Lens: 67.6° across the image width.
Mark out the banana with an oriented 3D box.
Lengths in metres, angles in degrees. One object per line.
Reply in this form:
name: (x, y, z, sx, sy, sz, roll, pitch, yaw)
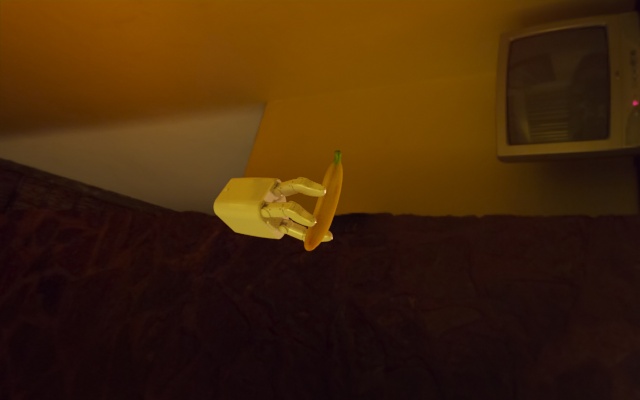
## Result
banana: (0.007, 0.007, 0.894, 0.037, 0.197, 0.070, 8, -19, 22)
